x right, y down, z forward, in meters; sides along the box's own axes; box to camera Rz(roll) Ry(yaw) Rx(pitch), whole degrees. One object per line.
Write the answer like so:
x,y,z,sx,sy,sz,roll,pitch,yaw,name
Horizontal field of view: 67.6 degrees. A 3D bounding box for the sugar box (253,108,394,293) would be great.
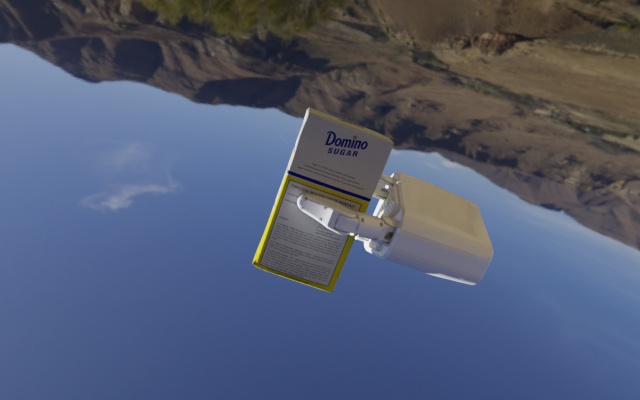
0.000,0.002,0.504,0.093,0.176,0.048,20,15,-7,sugar box
